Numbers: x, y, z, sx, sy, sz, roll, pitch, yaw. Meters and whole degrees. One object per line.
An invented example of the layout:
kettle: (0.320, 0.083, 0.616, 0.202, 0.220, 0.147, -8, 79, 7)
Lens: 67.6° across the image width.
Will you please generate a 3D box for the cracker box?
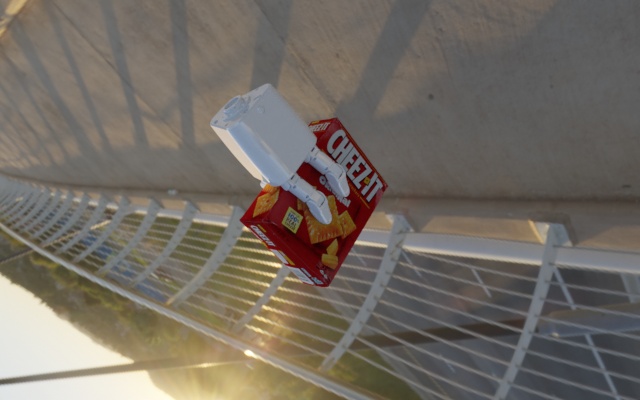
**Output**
cracker box: (0.000, 0.003, 0.749, 0.072, 0.213, 0.164, 1, -41, 49)
